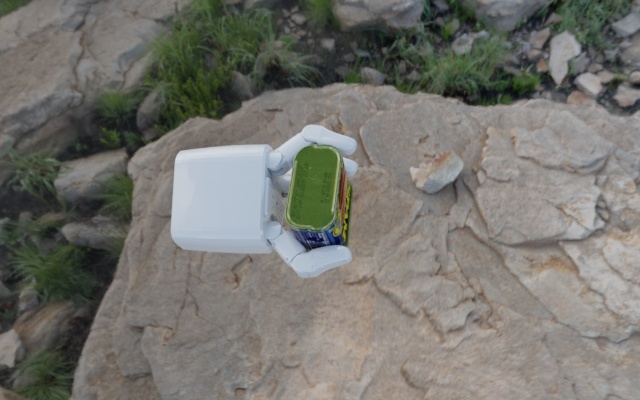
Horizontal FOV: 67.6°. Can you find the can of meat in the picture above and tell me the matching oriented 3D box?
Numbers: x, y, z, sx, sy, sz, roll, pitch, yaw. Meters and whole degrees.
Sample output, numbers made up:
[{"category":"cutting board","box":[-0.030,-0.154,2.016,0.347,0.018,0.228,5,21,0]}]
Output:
[{"category":"can of meat","box":[0.000,0.002,0.513,0.057,0.102,0.084,2,-24,12]}]
